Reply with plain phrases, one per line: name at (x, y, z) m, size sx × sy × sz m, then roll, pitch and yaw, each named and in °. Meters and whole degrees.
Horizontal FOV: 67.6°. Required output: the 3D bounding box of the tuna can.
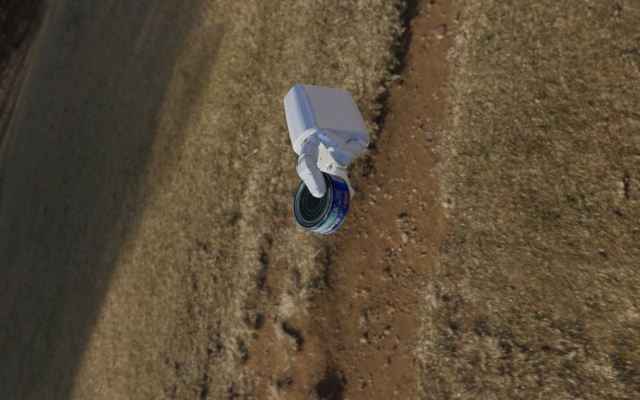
tuna can at (0.000, 0.002, 0.668) m, size 0.034 × 0.086 × 0.086 m, roll 15°, pitch -10°, yaw -40°
